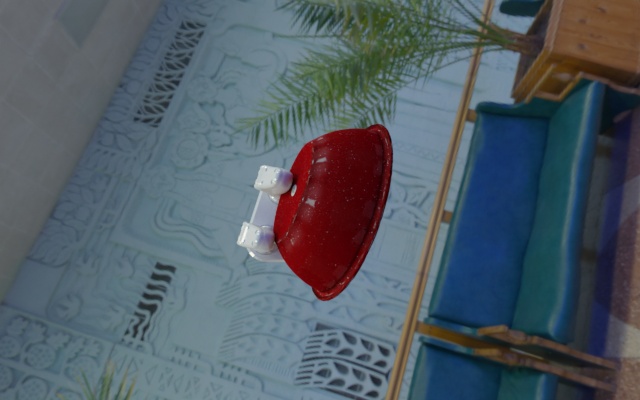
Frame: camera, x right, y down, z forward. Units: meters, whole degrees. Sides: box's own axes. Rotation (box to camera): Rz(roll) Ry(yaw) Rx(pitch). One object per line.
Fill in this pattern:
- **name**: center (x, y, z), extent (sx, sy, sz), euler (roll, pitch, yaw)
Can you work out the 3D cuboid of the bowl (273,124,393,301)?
- **bowl**: center (0.000, 0.001, 0.413), extent (0.055, 0.162, 0.162), euler (19, -5, -15)
